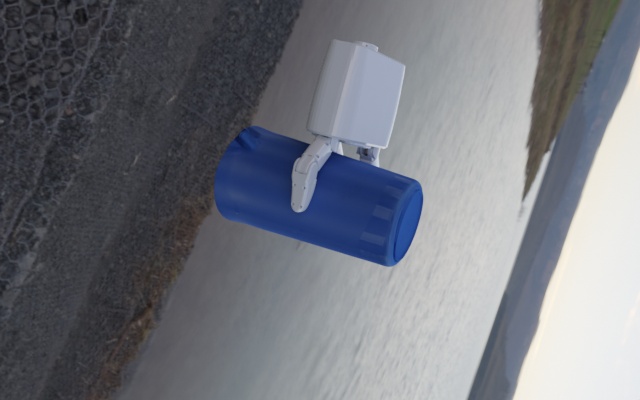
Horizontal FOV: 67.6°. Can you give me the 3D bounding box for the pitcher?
[{"bbox_3d":[0.000,0.002,0.611,0.243,0.145,0.149,18,10,24],"label":"pitcher"}]
